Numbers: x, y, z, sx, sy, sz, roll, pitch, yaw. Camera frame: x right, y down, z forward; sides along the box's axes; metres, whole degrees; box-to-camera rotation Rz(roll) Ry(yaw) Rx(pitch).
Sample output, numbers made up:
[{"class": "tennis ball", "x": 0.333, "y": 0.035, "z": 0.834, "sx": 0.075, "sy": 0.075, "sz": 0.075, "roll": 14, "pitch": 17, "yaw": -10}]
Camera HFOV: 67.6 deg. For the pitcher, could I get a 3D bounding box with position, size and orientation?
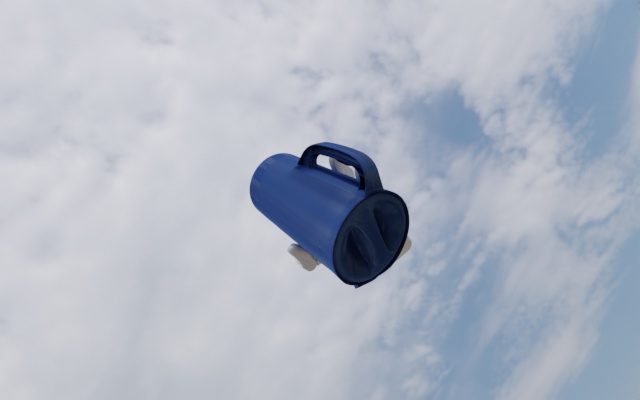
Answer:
[{"class": "pitcher", "x": 0.000, "y": 0.002, "z": 0.691, "sx": 0.242, "sy": 0.149, "sz": 0.145, "roll": 30, "pitch": -7, "yaw": 46}]
